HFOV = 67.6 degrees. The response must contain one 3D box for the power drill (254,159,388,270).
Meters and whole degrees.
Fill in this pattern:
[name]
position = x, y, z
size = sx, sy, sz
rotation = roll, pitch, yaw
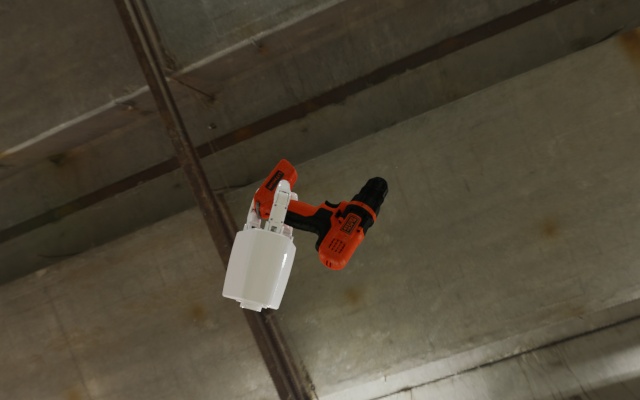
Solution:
[power drill]
position = 0.000, 0.003, 0.786
size = 0.187, 0.184, 0.057
rotation = 25, -32, 17
